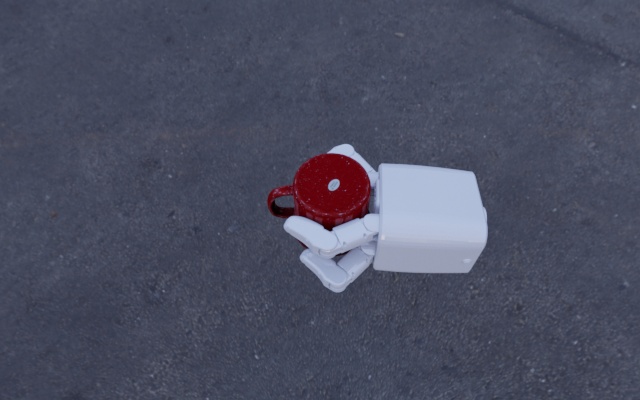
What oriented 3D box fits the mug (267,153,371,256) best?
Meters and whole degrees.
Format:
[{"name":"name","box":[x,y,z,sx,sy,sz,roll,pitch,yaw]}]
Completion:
[{"name":"mug","box":[-0.001,0.001,0.522,0.117,0.093,0.082,3,-31,3]}]
